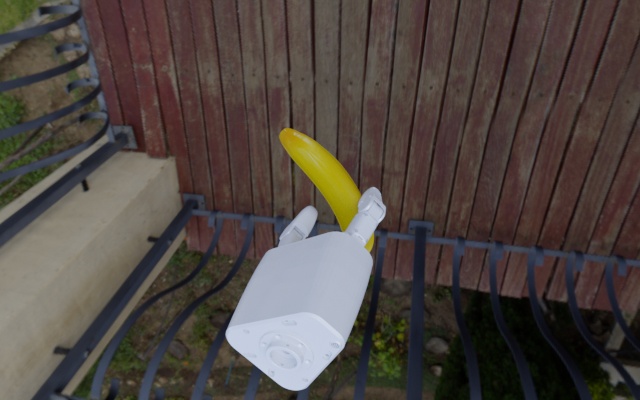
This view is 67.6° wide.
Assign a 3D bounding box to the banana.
[{"bbox_3d":[0.017,0.003,0.543,0.069,0.198,0.037,-7,32,30],"label":"banana"}]
